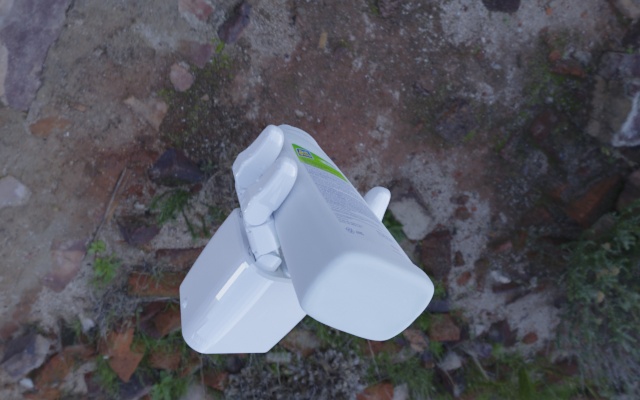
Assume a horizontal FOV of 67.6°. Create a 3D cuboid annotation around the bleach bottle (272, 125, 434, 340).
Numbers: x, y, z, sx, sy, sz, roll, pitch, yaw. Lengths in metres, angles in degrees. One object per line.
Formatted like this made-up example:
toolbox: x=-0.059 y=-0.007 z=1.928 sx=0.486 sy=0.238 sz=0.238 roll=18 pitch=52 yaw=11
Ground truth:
bleach bottle: x=0.000 y=0.001 z=0.427 sx=0.102 sy=0.068 sz=0.250 roll=27 pitch=21 yaw=-32
